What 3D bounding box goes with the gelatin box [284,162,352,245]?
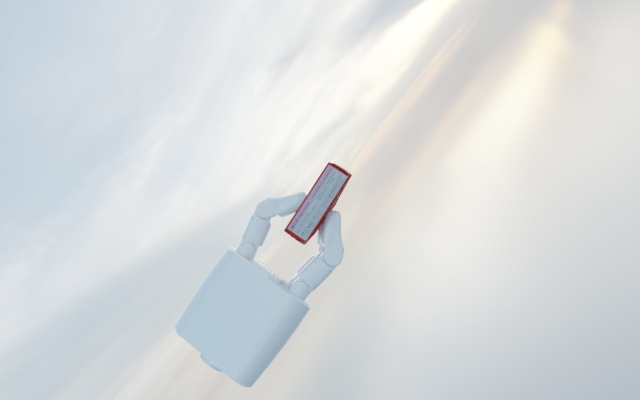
[{"bbox_3d":[0.000,0.001,0.526,0.030,0.089,0.073,33,6,3],"label":"gelatin box"}]
